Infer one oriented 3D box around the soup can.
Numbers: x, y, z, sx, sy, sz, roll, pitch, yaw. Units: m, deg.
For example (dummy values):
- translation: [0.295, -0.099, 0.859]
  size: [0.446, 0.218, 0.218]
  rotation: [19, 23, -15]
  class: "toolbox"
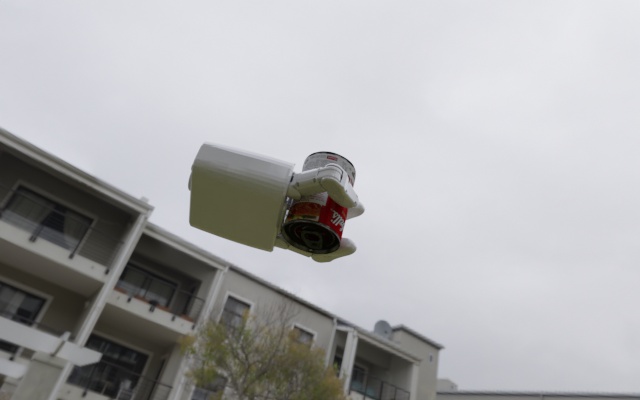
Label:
- translation: [0.001, 0.002, 0.556]
  size: [0.068, 0.102, 0.069]
  rotation: [11, -34, 7]
  class: "soup can"
